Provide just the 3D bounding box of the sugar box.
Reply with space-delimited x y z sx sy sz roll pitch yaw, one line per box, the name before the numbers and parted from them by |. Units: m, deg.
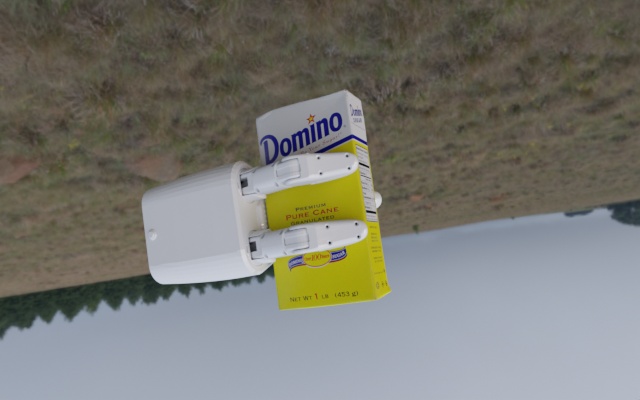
sugar box | 0.000 0.001 0.418 0.093 0.176 0.048 -12 -6 23
